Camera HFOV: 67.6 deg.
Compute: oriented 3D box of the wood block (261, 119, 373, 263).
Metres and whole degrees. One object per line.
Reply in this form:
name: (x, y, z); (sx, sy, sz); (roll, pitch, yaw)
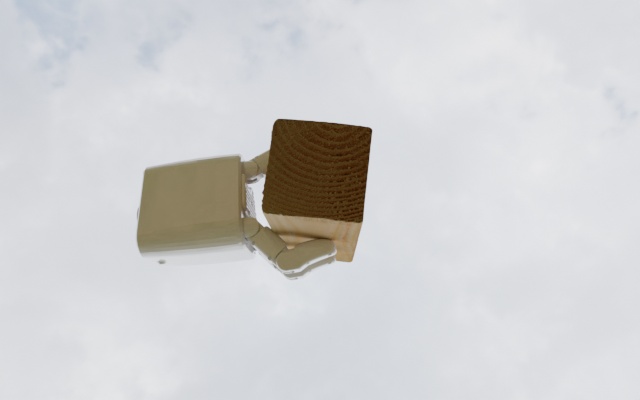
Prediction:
wood block: (0.000, 0.001, 0.509); (0.090, 0.090, 0.206); (6, -16, 3)
